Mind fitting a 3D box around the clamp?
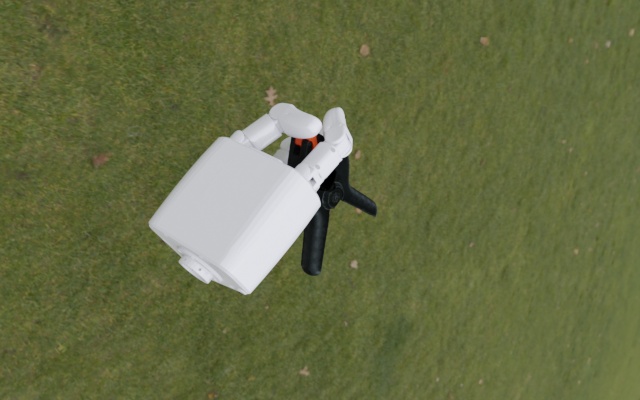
[{"bbox_3d":[0.001,0.002,0.509,0.039,0.120,0.172,17,-29,39],"label":"clamp"}]
